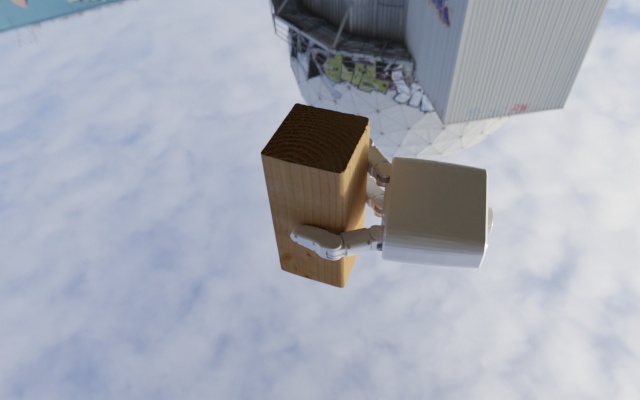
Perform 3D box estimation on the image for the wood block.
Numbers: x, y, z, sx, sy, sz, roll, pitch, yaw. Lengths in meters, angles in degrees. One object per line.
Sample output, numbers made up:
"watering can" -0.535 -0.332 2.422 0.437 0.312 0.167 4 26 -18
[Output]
"wood block" 0.000 0.002 0.562 0.090 0.090 0.206 15 -40 16
